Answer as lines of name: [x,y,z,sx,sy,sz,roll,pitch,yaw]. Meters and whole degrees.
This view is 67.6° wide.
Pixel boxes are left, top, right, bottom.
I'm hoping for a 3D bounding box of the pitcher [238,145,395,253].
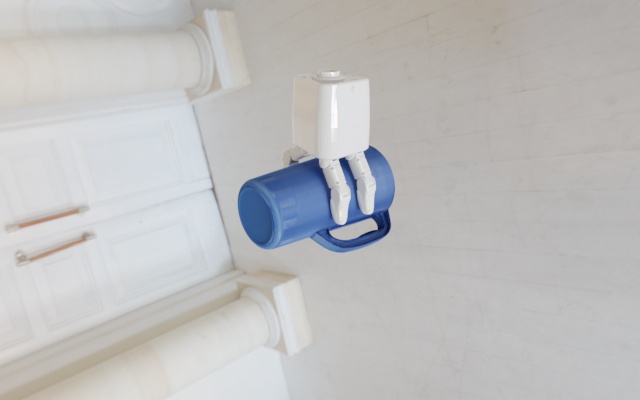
pitcher: [0.000,0.002,0.762,0.243,0.145,0.149,-19,28,-39]
